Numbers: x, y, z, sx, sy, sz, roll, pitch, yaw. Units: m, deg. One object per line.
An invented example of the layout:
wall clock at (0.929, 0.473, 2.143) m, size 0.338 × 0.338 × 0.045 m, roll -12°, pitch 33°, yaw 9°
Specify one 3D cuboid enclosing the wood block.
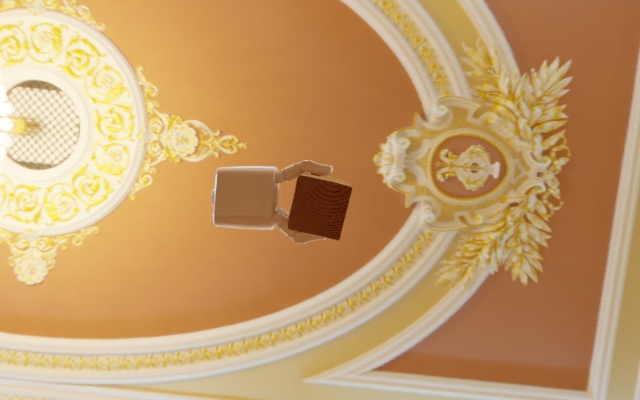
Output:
wood block at (0.000, 0.002, 0.854) m, size 0.090 × 0.091 × 0.206 m, roll 13°, pitch 5°, yaw 0°
